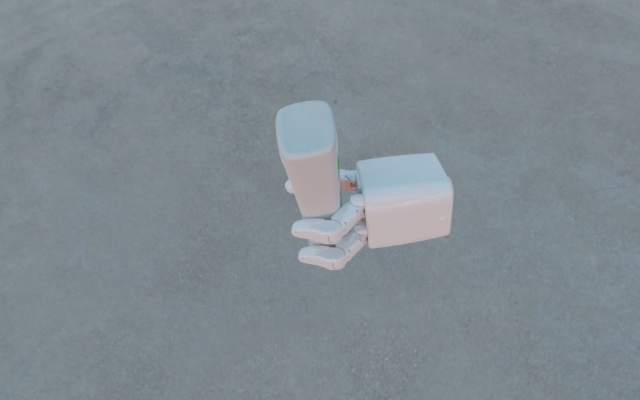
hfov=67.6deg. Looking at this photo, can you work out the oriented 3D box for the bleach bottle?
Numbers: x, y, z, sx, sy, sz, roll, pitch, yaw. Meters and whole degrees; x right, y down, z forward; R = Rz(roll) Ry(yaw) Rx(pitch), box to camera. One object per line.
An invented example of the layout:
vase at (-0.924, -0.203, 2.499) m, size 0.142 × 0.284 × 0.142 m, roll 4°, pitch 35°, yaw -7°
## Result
bleach bottle at (0.000, 0.002, 0.621) m, size 0.068 × 0.102 × 0.251 m, roll -9°, pitch -42°, yaw 2°
